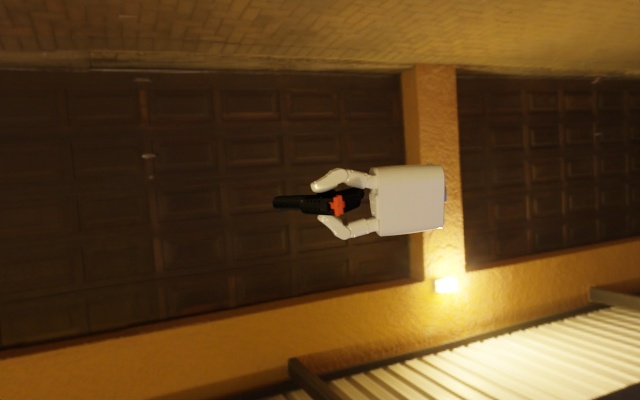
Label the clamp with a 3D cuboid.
[{"bbox_3d":[0.000,0.003,0.766,0.164,0.036,0.210,-7,5,-1],"label":"clamp"}]
